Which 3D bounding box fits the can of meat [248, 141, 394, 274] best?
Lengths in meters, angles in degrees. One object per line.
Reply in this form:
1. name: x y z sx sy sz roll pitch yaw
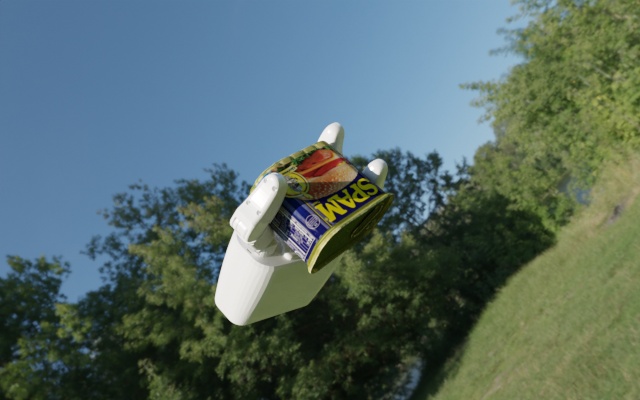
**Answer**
1. can of meat: 0.000 0.001 0.419 0.084 0.057 0.102 43 46 18
